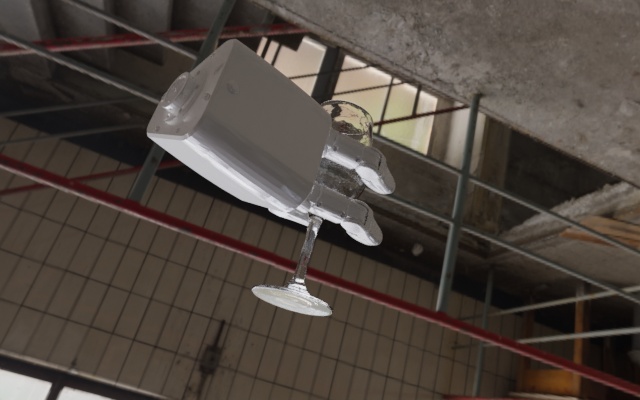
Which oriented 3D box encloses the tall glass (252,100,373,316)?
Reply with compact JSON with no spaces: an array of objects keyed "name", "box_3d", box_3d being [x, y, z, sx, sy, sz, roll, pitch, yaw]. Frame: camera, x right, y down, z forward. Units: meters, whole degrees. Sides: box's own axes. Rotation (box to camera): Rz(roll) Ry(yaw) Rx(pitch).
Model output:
[{"name":"tall glass","box_3d":[0.000,0.002,0.458,0.079,0.201,0.079,14,-24,6]}]
